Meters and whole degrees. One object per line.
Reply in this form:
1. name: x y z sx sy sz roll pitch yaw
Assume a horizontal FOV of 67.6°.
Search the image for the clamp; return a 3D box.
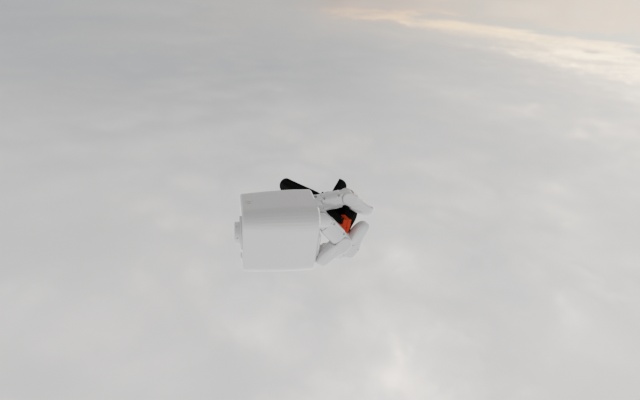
1. clamp: 0.000 0.003 0.771 0.120 0.039 0.171 -2 24 -11
